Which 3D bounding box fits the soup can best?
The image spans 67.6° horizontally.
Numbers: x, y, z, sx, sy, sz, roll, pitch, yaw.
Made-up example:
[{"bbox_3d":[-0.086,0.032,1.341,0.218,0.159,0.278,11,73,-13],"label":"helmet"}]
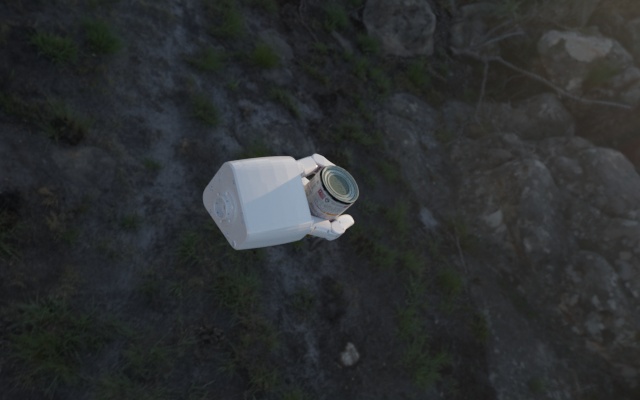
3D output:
[{"bbox_3d":[0.001,0.002,0.709,0.068,0.068,0.102,0,-32,-41],"label":"soup can"}]
